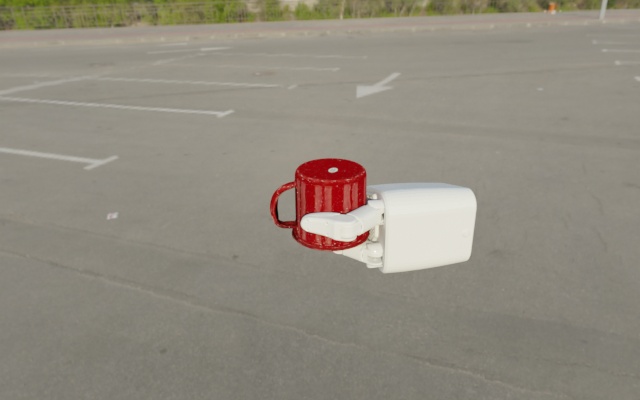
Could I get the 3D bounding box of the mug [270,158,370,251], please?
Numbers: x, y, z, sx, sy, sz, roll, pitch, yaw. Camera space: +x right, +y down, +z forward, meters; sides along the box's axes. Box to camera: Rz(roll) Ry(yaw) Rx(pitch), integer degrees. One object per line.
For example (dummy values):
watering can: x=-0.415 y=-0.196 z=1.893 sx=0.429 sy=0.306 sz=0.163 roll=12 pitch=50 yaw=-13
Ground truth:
mug: x=-0.001 y=0.002 z=0.549 sx=0.117 sy=0.081 sz=0.093 roll=-5 pitch=24 yaw=-9
